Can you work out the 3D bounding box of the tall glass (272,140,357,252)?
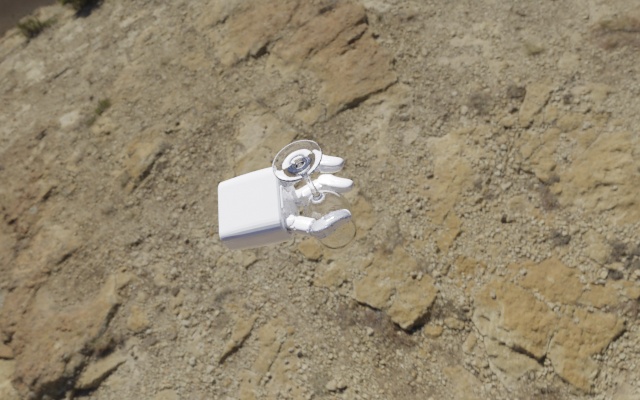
[{"bbox_3d":[0.000,0.002,0.729,0.079,0.079,0.201,0,-36,24],"label":"tall glass"}]
